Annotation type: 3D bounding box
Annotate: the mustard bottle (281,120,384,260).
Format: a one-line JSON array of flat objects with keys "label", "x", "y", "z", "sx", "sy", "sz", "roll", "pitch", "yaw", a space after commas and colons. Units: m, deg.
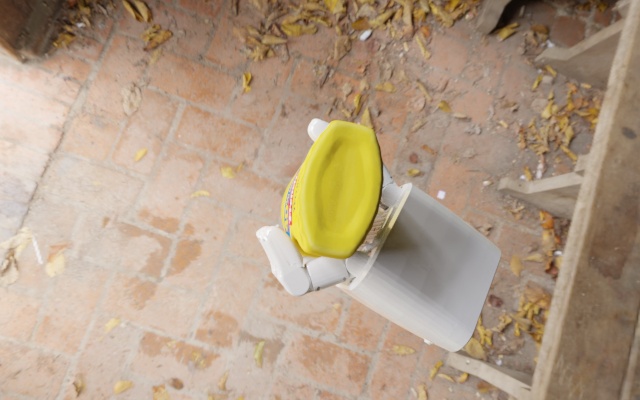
[{"label": "mustard bottle", "x": 0.000, "y": 0.001, "z": 0.415, "sx": 0.058, "sy": 0.096, "sz": 0.191, "roll": 10, "pitch": -8, "yaw": -8}]
